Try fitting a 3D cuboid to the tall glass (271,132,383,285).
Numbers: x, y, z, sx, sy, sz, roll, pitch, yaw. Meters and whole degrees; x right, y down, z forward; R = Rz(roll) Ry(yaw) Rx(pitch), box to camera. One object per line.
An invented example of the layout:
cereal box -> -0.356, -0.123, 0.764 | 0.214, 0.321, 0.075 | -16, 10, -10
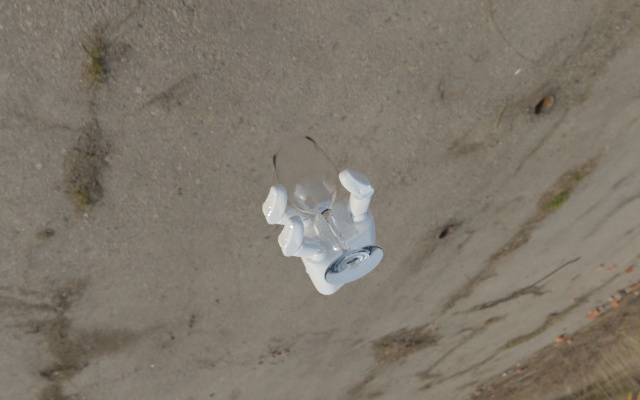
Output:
tall glass -> 0.000, 0.002, 0.599 | 0.079, 0.201, 0.079 | -19, -35, -14
